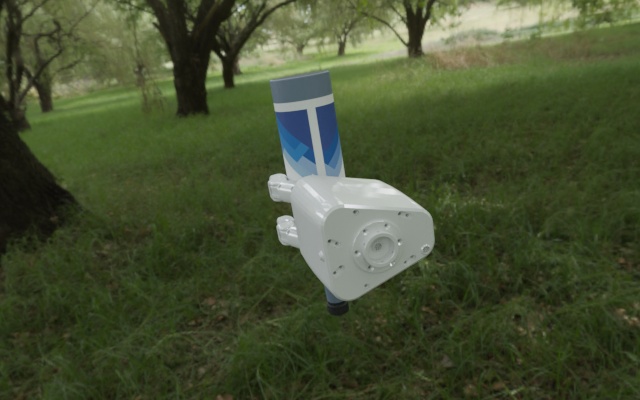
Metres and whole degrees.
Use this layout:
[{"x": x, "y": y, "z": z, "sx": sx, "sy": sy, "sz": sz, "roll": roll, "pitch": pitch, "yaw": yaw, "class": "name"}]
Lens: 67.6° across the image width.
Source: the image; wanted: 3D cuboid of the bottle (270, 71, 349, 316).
[{"x": 0.000, "y": 0.002, "z": 0.566, "sx": 0.069, "sy": 0.296, "sz": 0.069, "roll": -9, "pitch": 18, "yaw": 3, "class": "bottle"}]
